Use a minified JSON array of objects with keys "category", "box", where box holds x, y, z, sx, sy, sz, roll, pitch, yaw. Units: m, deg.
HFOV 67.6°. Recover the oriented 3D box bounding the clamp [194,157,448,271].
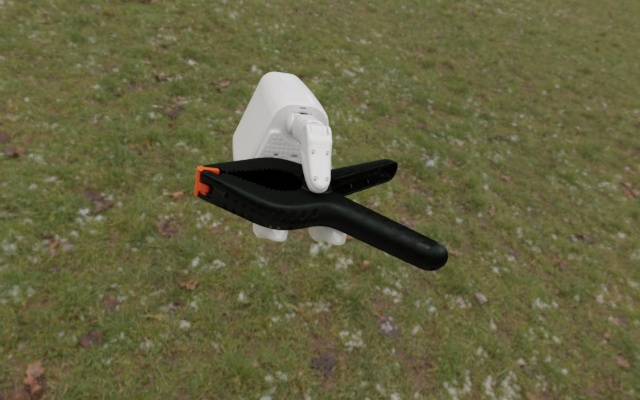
[{"category":"clamp","box":[0.000,0.001,0.414,0.210,0.036,0.164,4,30,-19]}]
